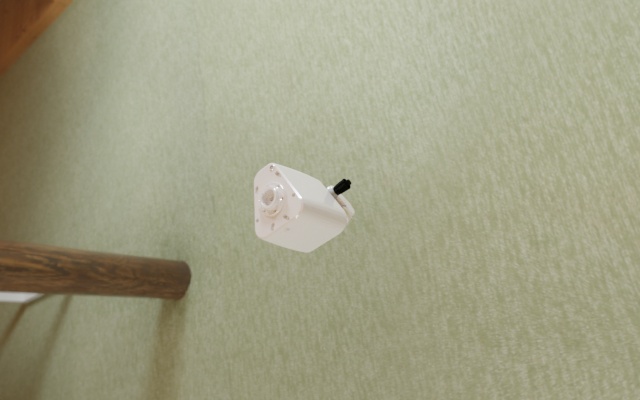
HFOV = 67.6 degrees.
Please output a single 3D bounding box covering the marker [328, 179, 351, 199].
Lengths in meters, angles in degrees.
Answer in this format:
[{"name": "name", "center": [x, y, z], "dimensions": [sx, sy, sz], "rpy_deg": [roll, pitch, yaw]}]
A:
[{"name": "marker", "center": [0.000, 0.003, 0.762], "dimensions": [0.121, 0.020, 0.020], "rpy_deg": [-35, -16, 24]}]
